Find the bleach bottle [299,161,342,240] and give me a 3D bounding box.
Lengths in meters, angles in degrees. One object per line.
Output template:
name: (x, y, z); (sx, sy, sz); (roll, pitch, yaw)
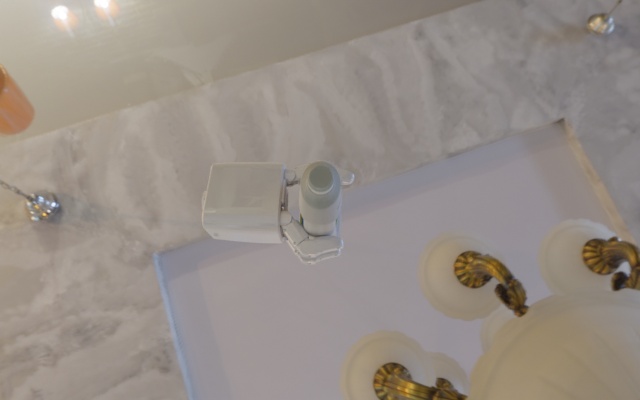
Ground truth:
bleach bottle: (0.000, 0.002, 0.668); (0.068, 0.102, 0.251); (1, -17, 0)
